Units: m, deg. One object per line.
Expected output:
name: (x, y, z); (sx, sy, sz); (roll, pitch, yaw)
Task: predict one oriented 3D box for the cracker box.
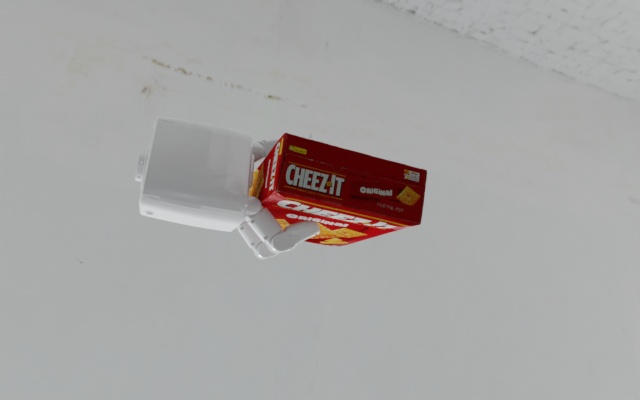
cracker box: (0.000, 0.002, 0.579); (0.164, 0.072, 0.214); (12, -15, -17)
